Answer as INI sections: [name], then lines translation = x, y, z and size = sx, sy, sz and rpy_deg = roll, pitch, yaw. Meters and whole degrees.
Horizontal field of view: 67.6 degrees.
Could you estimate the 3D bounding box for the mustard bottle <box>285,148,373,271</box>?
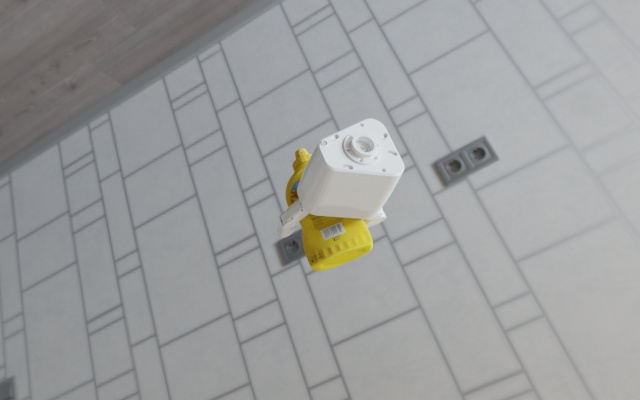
[mustard bottle]
translation = 0.000, 0.003, 0.714
size = 0.096, 0.191, 0.058
rpy_deg = -22, -25, -1
